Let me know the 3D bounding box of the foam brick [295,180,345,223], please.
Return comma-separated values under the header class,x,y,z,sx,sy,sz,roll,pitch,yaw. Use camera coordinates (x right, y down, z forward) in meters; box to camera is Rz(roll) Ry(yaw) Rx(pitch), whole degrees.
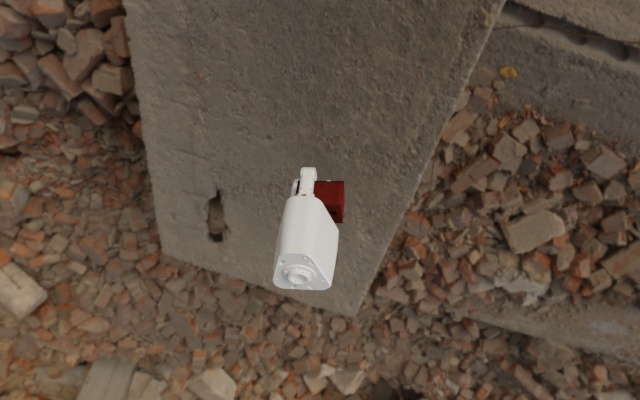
class,x,y,z,sx,sy,sz,roll,pitch,yaw
foam brick,0.000,0.002,0.788,0.078,0.051,0.053,0,-39,7
